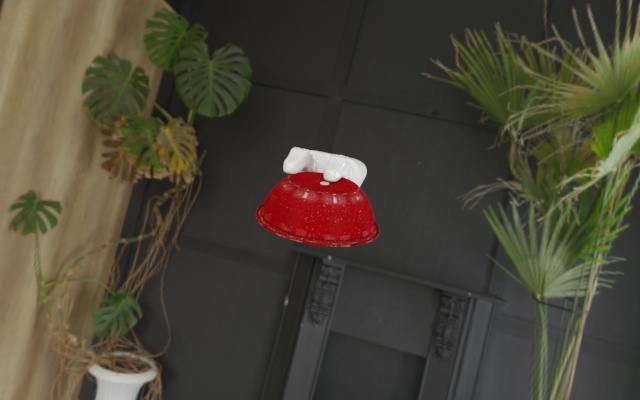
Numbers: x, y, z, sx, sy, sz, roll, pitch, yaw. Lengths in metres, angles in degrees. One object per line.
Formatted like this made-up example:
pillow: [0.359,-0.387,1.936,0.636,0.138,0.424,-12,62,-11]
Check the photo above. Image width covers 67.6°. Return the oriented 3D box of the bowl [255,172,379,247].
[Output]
bowl: [0.000,0.002,0.610,0.162,0.055,0.162,8,19,-3]
